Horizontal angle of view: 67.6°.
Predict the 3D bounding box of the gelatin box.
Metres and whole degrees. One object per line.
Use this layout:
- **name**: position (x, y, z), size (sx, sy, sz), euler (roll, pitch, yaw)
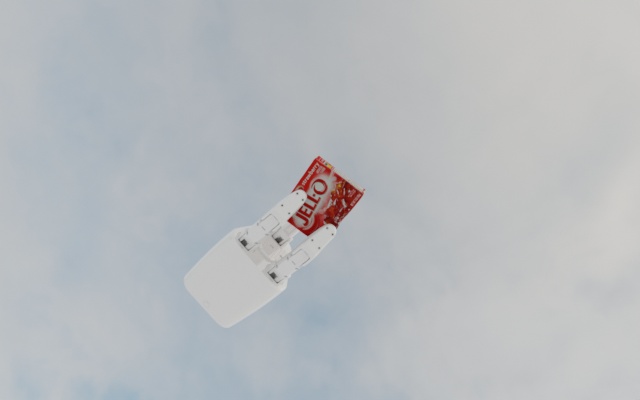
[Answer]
- **gelatin box**: position (0.000, 0.002, 0.589), size (0.073, 0.089, 0.030), euler (37, 17, 0)
